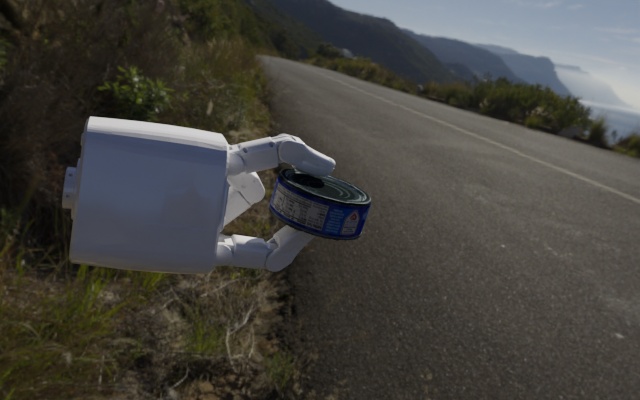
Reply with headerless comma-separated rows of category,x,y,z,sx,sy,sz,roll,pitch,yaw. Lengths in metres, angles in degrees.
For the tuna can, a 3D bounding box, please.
tuna can,0.000,0.001,0.416,0.086,0.034,0.086,16,16,-5
